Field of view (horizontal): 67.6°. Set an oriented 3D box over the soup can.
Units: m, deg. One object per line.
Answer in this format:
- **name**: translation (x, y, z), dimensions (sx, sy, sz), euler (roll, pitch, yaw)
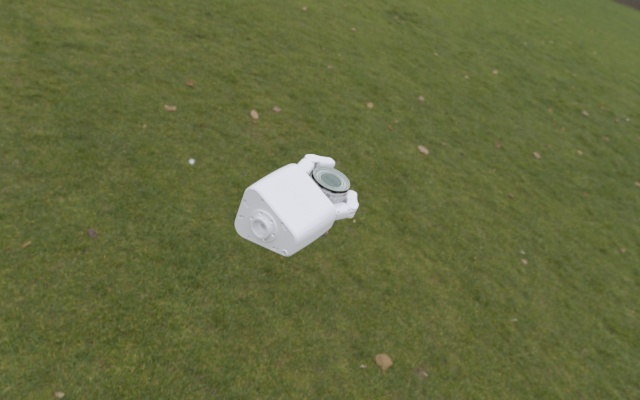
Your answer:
- **soup can**: translation (0.001, 0.002, 0.794), dimensions (0.068, 0.102, 0.068), euler (16, 35, -12)
